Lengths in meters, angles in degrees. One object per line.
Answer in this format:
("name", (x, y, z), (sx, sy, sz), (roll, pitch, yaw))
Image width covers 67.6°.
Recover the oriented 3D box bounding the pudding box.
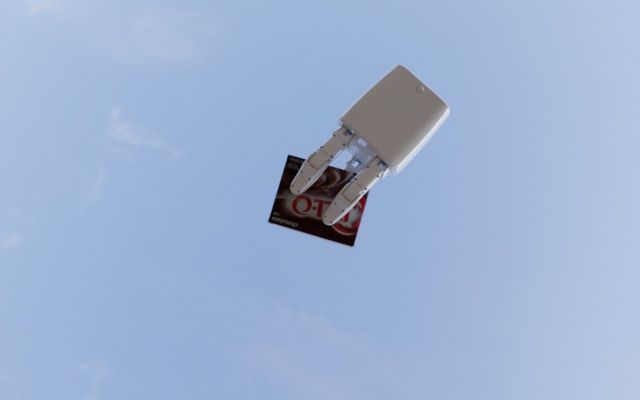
("pudding box", (0.000, 0.002, 0.603), (0.113, 0.090, 0.039), (15, -9, 3))
